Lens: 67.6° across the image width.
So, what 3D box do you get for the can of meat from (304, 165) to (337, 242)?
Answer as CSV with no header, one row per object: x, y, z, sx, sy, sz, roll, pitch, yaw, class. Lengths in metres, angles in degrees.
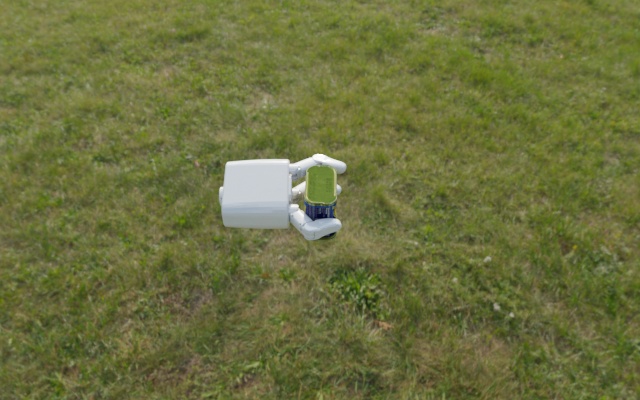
0.000,0.002,0.790,0.057,0.084,0.102,1,43,0,can of meat
